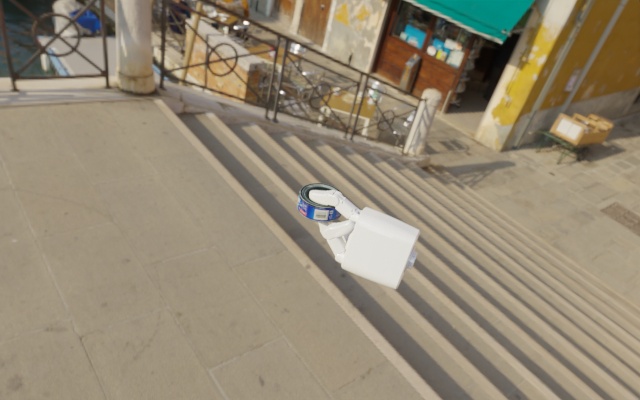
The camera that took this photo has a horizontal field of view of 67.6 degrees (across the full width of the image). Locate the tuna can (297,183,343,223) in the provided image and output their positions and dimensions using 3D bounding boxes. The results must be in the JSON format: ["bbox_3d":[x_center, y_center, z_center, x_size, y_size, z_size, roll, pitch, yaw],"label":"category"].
[{"bbox_3d":[0.000,0.002,0.891,0.086,0.034,0.086,6,33,-4],"label":"tuna can"}]
